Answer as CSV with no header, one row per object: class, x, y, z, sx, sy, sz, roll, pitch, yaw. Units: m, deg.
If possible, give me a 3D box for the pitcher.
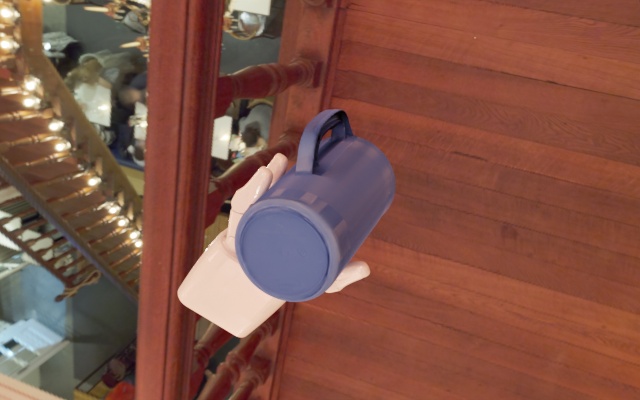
pitcher,0.000,0.002,0.547,0.145,0.149,0.242,-45,1,26
